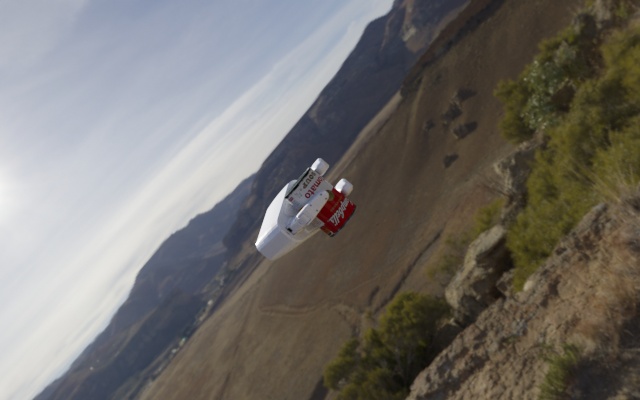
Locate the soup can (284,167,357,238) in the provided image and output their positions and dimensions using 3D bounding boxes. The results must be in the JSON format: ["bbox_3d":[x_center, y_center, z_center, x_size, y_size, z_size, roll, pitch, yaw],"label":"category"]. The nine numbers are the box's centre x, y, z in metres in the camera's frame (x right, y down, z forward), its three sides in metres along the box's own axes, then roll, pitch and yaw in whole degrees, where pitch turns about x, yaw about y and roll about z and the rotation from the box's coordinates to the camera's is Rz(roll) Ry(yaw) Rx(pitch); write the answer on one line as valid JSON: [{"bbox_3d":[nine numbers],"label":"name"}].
[{"bbox_3d":[0.000,0.002,0.781,0.102,0.068,0.068,40,-6,-7],"label":"soup can"}]
